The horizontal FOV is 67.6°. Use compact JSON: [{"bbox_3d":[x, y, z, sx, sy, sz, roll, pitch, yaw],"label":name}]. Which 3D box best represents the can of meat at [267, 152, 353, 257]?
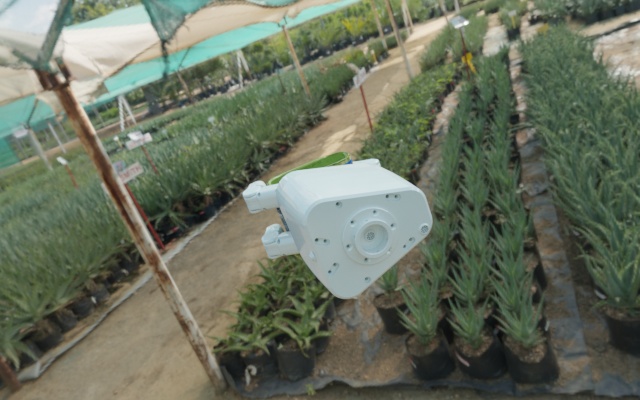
[{"bbox_3d":[0.000,0.001,0.534,0.102,0.084,0.057,-23,19,-5],"label":"can of meat"}]
